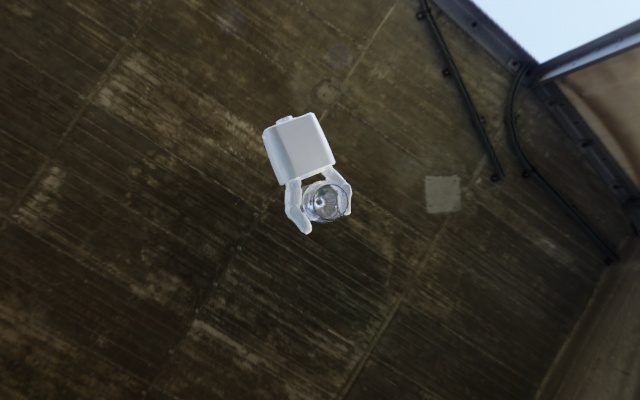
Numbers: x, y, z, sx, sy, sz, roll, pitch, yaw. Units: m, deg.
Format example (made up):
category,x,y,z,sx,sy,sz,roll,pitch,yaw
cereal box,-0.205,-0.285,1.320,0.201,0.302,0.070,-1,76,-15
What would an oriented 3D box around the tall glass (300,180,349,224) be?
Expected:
category,x,y,z,sx,sy,sz,roll,pitch,yaw
tall glass,0.000,0.003,0.899,0.079,0.079,0.201,0,0,-10
